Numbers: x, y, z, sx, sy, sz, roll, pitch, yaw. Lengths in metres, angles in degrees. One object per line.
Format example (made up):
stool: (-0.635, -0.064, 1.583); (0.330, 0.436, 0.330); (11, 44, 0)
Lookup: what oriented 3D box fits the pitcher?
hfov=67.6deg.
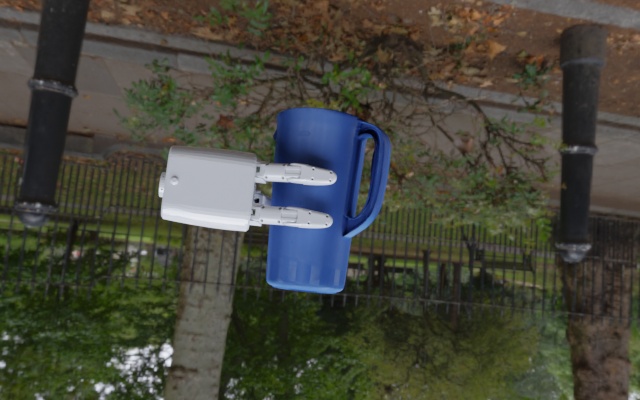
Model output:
pitcher: (0.000, 0.002, 0.660); (0.145, 0.243, 0.149); (8, -7, -13)
